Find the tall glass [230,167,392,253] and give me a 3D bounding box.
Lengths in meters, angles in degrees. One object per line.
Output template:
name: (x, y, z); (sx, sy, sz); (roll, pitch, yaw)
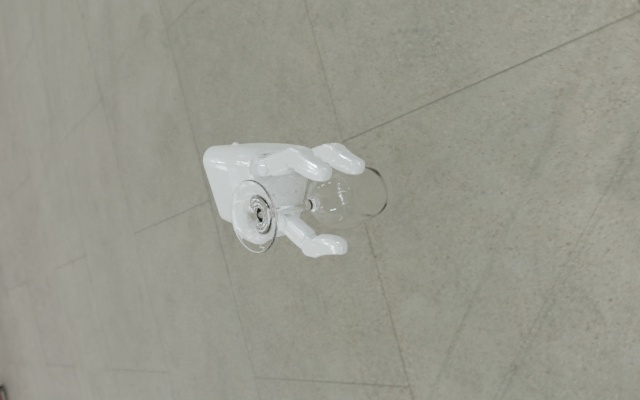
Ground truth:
tall glass: (0.000, 0.002, 0.547); (0.079, 0.079, 0.201); (0, 8, 44)
